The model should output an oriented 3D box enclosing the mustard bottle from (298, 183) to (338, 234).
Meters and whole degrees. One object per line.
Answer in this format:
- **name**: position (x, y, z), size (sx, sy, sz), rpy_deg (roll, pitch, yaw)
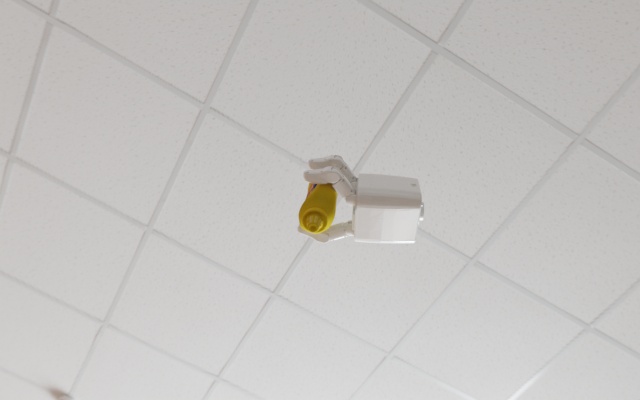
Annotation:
- **mustard bottle**: position (0.000, 0.002, 0.817), size (0.058, 0.096, 0.191), rpy_deg (25, 25, -5)
